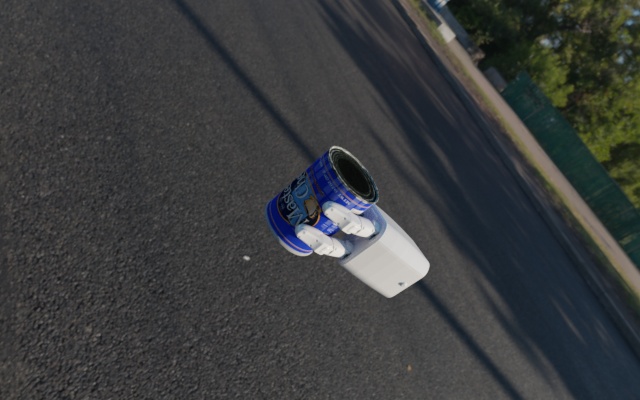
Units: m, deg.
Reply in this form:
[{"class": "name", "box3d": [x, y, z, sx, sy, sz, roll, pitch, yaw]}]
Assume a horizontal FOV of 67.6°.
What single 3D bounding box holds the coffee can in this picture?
[{"class": "coffee can", "box3d": [0.000, 0.002, 0.707, 0.140, 0.102, 0.103, -40, -20, 26]}]
